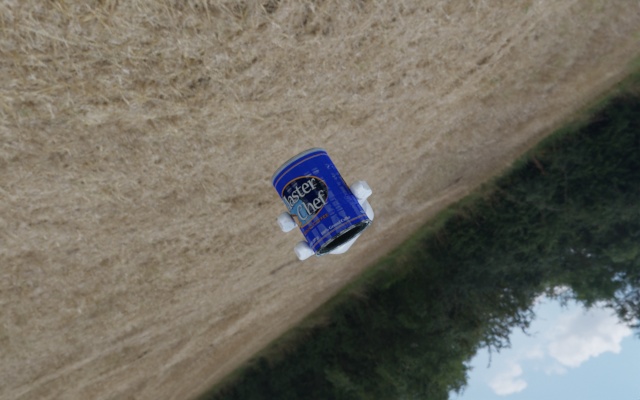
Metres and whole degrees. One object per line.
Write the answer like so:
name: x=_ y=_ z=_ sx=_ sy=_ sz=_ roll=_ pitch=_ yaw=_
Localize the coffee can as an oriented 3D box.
coffee can: x=0.000 y=0.002 z=0.751 sx=0.103 sy=0.140 sz=0.103 roll=-30 pitch=-14 yaw=-9
